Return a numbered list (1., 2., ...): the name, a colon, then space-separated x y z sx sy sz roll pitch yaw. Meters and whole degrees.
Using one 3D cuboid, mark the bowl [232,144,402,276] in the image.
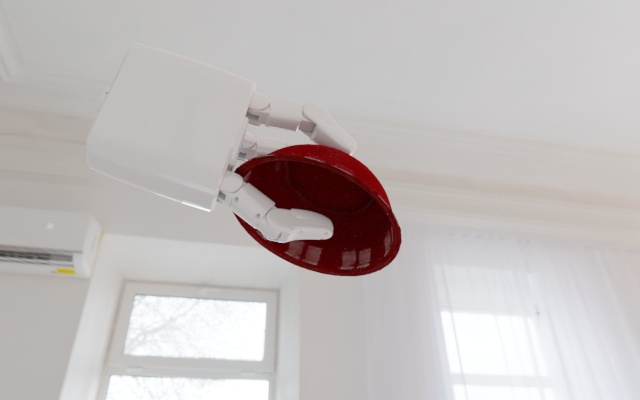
1. bowl: 0.001 0.002 0.438 0.162 0.055 0.162 15 -39 12
